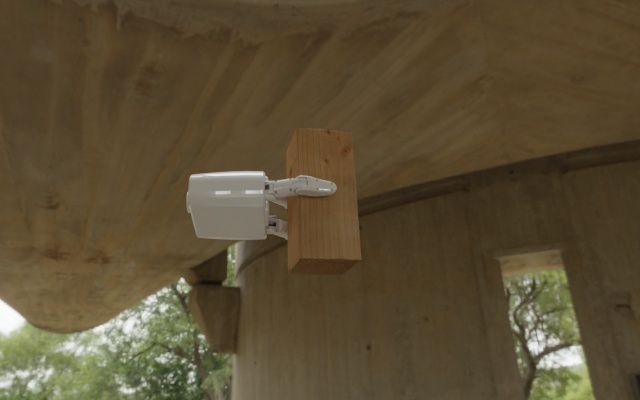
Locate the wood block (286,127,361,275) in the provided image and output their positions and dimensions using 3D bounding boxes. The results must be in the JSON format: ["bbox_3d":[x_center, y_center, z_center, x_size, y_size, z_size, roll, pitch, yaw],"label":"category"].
[{"bbox_3d":[0.000,0.002,0.730,0.090,0.206,0.091,3,-22,-15],"label":"wood block"}]
